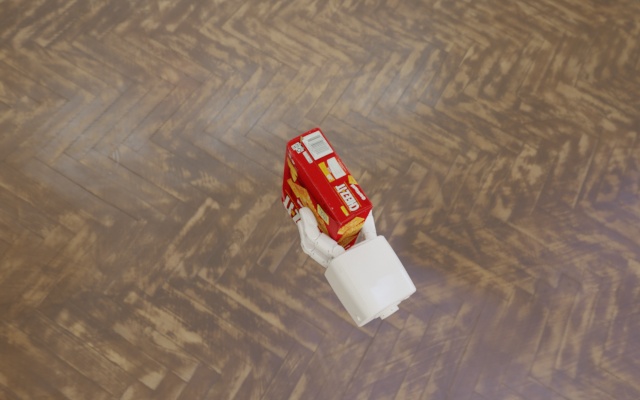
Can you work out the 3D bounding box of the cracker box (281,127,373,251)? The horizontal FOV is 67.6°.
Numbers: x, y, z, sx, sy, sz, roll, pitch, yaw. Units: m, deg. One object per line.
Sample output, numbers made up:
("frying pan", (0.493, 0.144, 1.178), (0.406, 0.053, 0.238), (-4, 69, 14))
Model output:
("cracker box", (0.000, 0.003, 0.827), (0.072, 0.164, 0.214), (-28, -19, -19))
